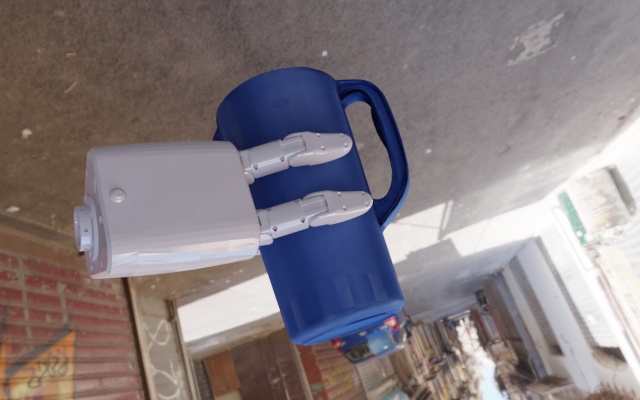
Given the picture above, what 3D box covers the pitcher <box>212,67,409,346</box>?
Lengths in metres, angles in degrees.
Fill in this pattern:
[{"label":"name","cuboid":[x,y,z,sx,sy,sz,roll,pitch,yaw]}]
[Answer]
[{"label":"pitcher","cuboid":[0.000,0.002,0.459,0.145,0.242,0.149,-4,-24,-36]}]
